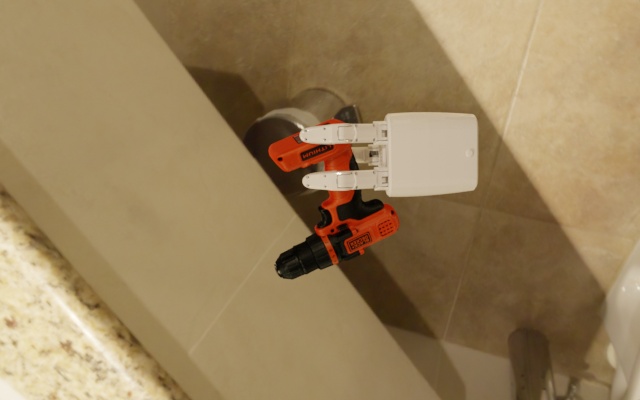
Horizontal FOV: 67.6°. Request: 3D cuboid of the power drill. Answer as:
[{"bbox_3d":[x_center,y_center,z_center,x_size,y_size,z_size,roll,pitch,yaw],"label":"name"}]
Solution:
[{"bbox_3d":[0.000,0.002,0.631,0.184,0.188,0.057,-25,28,-8],"label":"power drill"}]
